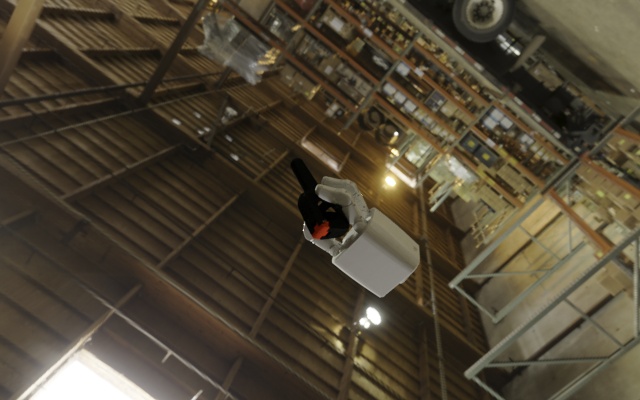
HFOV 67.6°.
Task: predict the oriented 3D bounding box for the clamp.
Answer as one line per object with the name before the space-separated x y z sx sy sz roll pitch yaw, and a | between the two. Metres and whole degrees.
clamp | 0.000 0.003 0.790 0.164 0.036 0.210 38 20 -3
